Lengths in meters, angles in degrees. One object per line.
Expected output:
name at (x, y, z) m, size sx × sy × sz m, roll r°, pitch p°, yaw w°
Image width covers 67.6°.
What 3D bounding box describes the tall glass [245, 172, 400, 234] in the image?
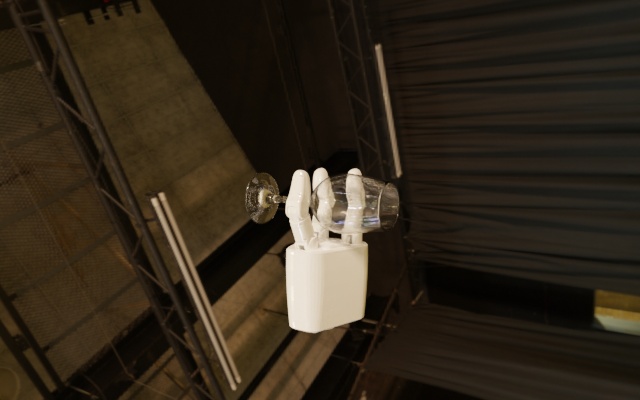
tall glass at (-0.001, 0.002, 0.632) m, size 0.201 × 0.079 × 0.079 m, roll 3°, pitch 2°, yaw 33°
